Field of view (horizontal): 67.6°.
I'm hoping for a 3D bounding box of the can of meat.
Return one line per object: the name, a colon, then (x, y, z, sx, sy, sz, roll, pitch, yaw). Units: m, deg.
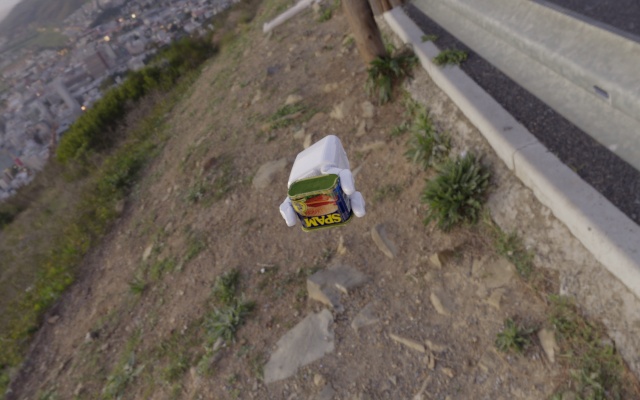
can of meat: (0.000, 0.003, 0.864, 0.102, 0.084, 0.057, -10, 35, 21)
